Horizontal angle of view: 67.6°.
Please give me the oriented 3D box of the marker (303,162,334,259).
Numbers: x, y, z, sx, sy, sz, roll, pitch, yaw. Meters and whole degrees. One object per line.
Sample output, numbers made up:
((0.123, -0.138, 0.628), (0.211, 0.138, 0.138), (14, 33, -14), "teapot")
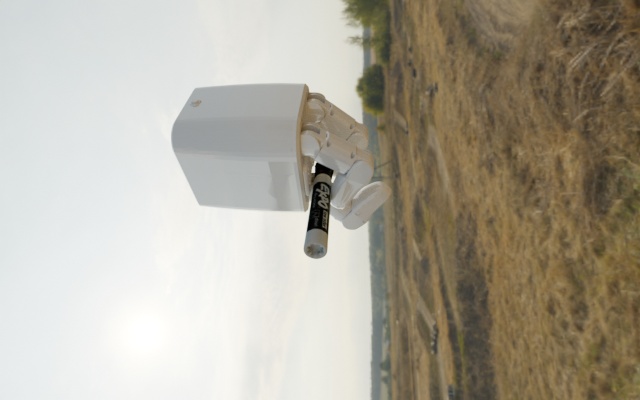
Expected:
((0.000, 0.001, 0.412), (0.020, 0.020, 0.121), (0, 38, 5), "marker")
